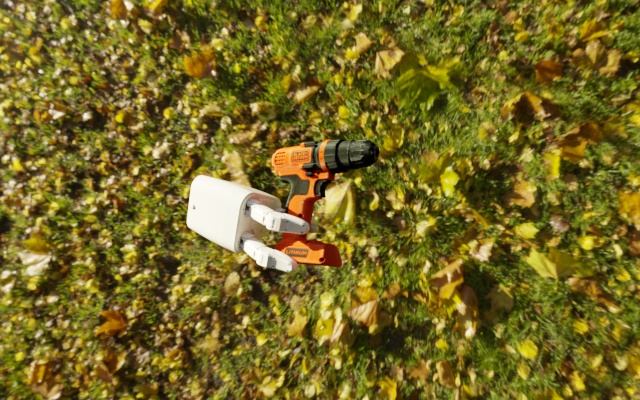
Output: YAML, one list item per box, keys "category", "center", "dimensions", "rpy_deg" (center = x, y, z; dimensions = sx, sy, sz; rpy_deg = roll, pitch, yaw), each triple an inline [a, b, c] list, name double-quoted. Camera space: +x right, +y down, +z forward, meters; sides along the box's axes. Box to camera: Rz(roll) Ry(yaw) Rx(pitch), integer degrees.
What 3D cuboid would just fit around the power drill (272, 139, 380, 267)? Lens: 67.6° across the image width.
- category: "power drill"
  center: [0.000, 0.003, 0.707]
  dimensions: [0.184, 0.187, 0.057]
  rpy_deg: [-3, -13, 38]
